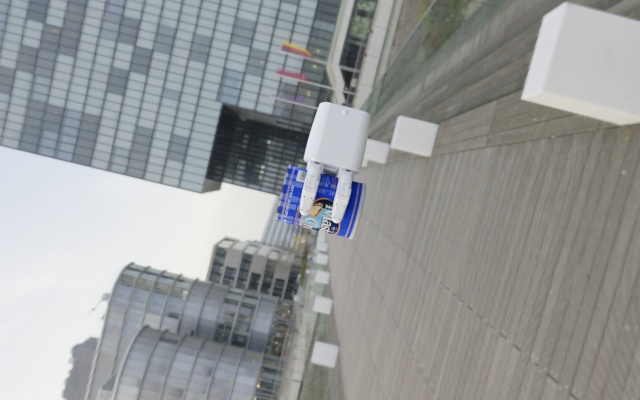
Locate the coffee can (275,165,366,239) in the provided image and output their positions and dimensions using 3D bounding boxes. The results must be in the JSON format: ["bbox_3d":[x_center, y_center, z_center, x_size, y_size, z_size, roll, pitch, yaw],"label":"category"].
[{"bbox_3d":[0.000,0.003,0.844,0.140,0.103,0.103,14,0,-2],"label":"coffee can"}]
